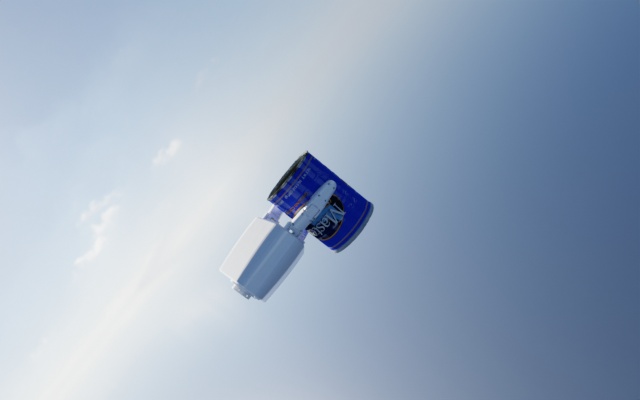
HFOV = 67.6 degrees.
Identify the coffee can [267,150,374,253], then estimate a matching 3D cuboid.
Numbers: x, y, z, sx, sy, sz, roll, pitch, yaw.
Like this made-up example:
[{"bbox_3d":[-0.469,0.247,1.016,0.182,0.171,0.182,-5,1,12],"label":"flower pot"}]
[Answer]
[{"bbox_3d":[0.000,0.002,0.768,0.140,0.103,0.103,39,-8,-10],"label":"coffee can"}]
